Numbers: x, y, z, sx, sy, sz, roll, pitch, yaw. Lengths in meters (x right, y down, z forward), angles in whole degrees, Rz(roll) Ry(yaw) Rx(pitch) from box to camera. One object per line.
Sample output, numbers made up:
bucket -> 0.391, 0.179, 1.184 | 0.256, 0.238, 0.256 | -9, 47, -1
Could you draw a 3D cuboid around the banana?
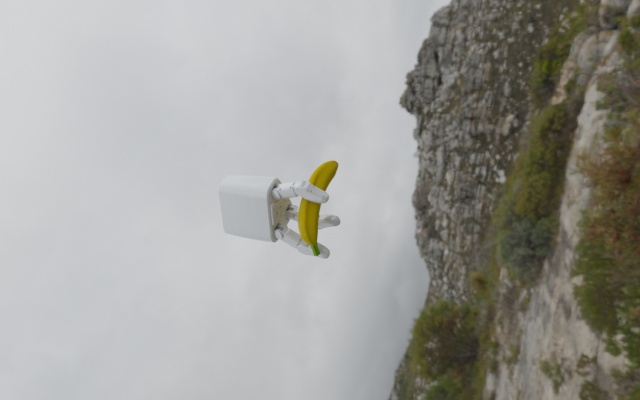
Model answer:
banana -> -0.007, -0.004, 0.860 | 0.037, 0.197, 0.070 | 2, -29, 23
